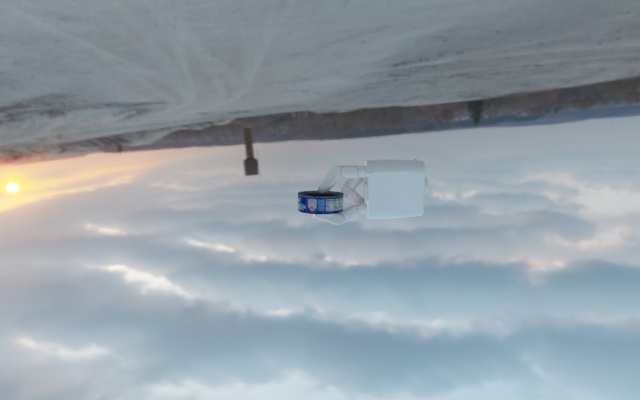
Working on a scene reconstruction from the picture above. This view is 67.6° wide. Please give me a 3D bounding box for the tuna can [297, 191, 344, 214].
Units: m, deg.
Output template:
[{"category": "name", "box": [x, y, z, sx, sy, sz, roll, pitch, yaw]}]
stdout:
[{"category": "tuna can", "box": [0.000, 0.003, 0.883, 0.086, 0.034, 0.086, 1, 8, 0]}]
